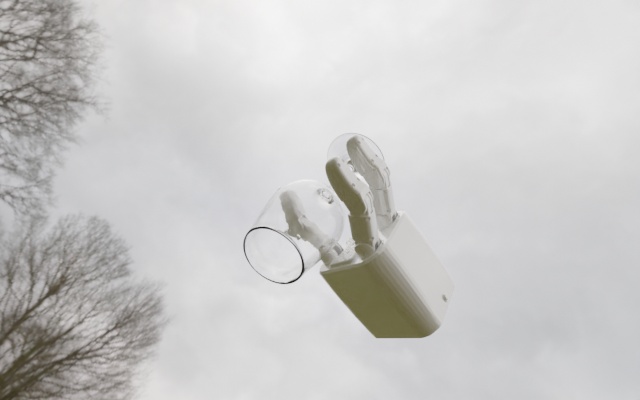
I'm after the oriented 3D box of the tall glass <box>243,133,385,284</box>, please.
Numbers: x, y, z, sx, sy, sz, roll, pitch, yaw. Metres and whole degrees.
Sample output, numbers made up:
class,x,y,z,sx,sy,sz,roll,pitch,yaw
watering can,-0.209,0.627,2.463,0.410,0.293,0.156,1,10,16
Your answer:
class,x,y,z,sx,sy,sz,roll,pitch,yaw
tall glass,0.000,0.001,0.496,0.079,0.079,0.201,0,29,29
